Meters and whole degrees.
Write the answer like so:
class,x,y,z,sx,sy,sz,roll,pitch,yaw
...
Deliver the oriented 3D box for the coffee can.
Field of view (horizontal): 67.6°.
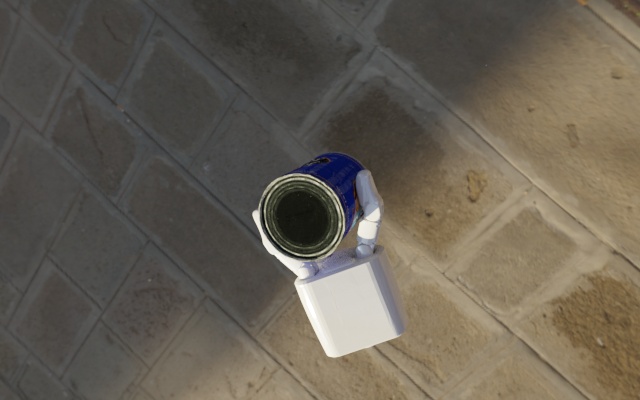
class,x,y,z,sx,sy,sz,roll,pitch,yaw
coffee can,0.000,0.002,0.588,0.103,0.103,0.140,0,15,19
